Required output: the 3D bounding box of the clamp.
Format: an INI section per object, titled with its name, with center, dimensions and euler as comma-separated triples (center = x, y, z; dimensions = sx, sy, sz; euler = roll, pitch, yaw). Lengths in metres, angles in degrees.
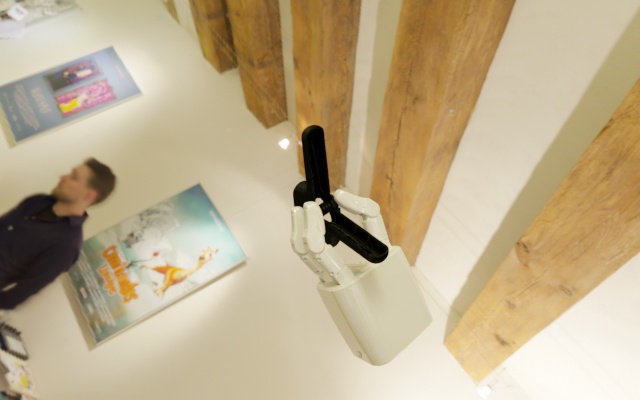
[clamp]
center = 0.001, 0.002, 0.591
dimensions = 0.036, 0.164, 0.210
euler = -26, 2, -19
